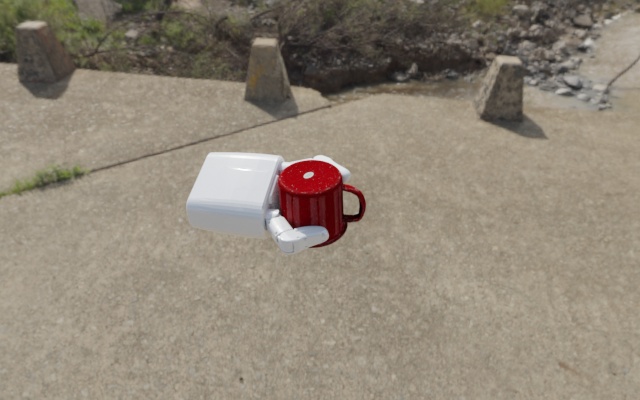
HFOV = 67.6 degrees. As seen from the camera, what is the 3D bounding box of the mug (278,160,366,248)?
[{"bbox_3d":[0.001,0.002,0.616,0.117,0.082,0.093,5,37,11],"label":"mug"}]
